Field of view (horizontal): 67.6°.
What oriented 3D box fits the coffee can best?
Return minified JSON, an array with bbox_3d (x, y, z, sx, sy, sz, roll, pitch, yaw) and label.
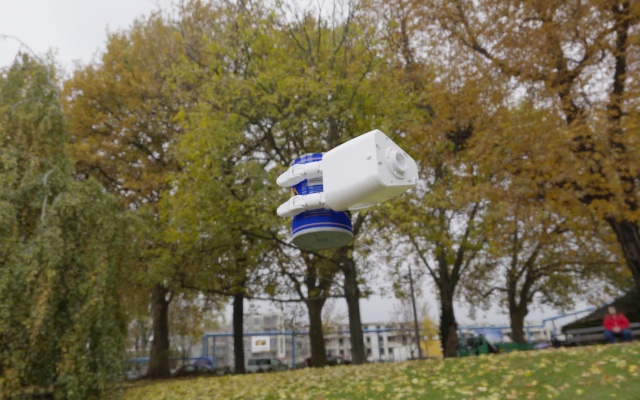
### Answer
[{"bbox_3d":[0.000,0.003,0.817,0.103,0.140,0.103,-3,-22,-1],"label":"coffee can"}]
